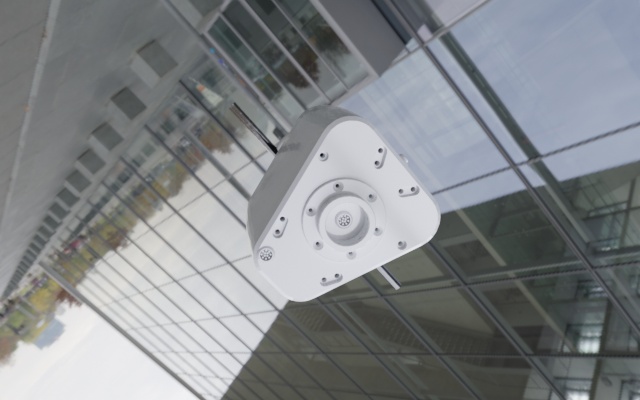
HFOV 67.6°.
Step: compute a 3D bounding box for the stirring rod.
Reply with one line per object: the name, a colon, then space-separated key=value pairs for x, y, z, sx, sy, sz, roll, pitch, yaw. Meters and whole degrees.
stirring rod: x=0.000 y=0.001 z=0.452 sx=0.011 sy=0.239 sz=0.011 roll=-39 pitch=15 yaw=13
